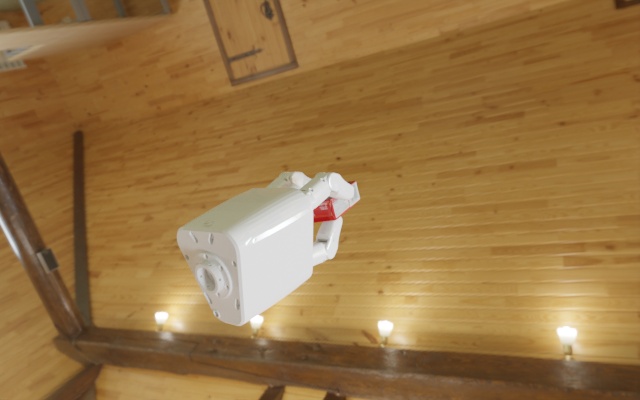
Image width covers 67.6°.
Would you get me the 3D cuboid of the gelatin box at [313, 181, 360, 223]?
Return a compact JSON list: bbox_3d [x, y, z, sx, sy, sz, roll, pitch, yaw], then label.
[{"bbox_3d":[0.000,0.002,0.609,0.073,0.030,0.089,-7,14,28],"label":"gelatin box"}]
